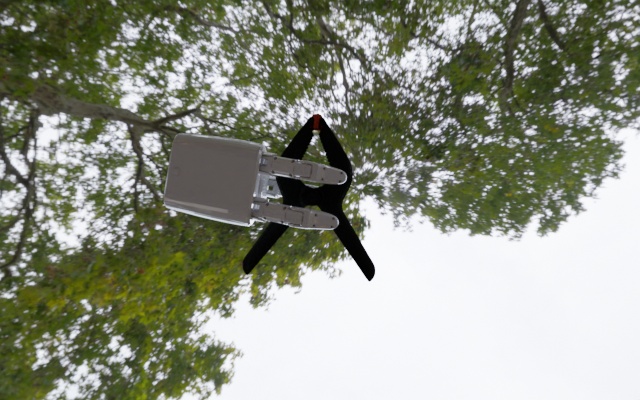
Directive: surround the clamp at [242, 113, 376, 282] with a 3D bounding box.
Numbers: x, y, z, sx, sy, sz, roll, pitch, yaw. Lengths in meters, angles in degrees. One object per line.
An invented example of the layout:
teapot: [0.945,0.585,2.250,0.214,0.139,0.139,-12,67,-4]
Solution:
clamp: [0.000,0.001,0.590,0.164,0.210,0.036,10,3,-1]
